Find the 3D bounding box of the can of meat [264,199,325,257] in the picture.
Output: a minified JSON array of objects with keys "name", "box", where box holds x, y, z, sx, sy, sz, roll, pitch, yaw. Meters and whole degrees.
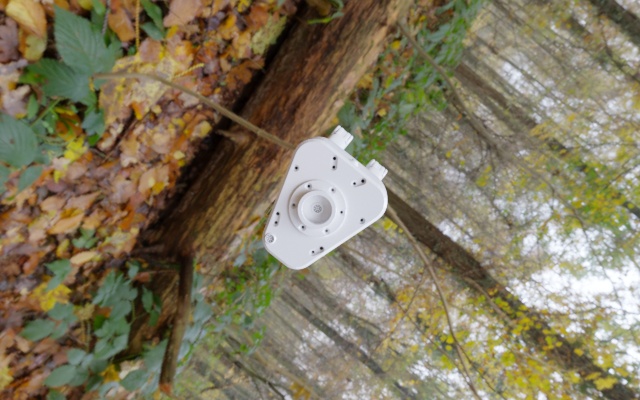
[{"name":"can of meat","box":[0.000,0.002,0.555,0.084,0.102,0.057,39,4,-1]}]
